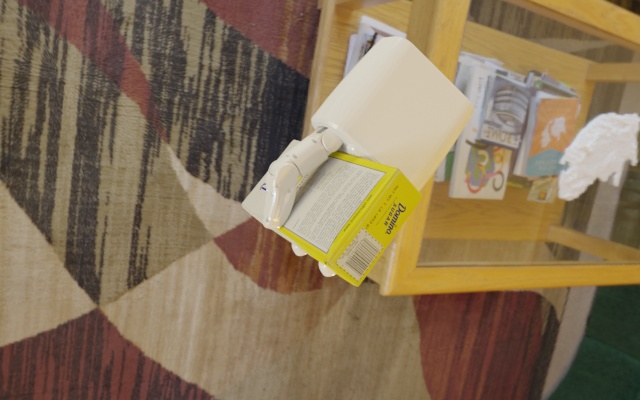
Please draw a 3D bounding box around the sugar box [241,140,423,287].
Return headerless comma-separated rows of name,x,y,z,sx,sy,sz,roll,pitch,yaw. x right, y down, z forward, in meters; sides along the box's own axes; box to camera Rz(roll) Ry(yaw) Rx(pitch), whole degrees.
sugar box,0.001,0.002,0.438,0.048,0.093,0.176,43,-9,-30
